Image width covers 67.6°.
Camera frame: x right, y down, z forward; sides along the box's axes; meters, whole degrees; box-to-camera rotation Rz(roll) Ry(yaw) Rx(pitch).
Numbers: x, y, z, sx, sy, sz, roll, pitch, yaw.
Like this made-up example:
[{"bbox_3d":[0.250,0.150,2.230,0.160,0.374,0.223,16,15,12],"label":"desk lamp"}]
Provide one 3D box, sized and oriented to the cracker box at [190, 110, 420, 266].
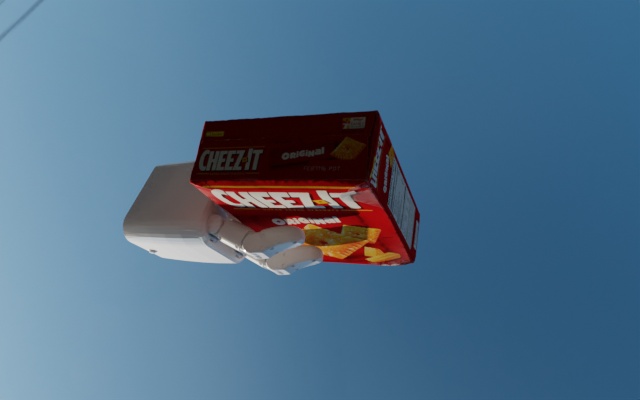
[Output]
[{"bbox_3d":[0.000,0.001,0.479,0.164,0.072,0.214,0,-24,21],"label":"cracker box"}]
